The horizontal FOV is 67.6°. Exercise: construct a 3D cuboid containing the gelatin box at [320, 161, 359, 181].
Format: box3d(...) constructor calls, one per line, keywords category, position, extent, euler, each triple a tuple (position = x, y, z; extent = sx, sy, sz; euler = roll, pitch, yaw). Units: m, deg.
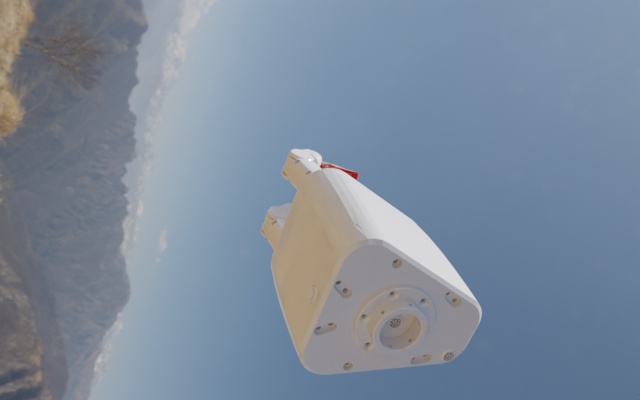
box3d(category="gelatin box", position=(0.000, 0.002, 0.443), extent=(0.030, 0.073, 0.089), euler=(16, 5, -15))
